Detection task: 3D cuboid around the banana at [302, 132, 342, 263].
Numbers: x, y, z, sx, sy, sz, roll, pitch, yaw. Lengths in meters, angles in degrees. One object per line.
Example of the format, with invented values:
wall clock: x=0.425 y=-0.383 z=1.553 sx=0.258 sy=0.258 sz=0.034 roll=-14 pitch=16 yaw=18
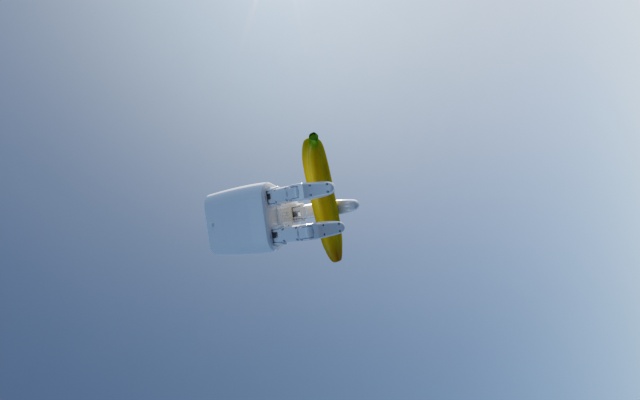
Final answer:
banana: x=0.001 y=-0.008 z=0.684 sx=0.037 sy=0.198 sz=0.069 roll=-10 pitch=23 yaw=8
